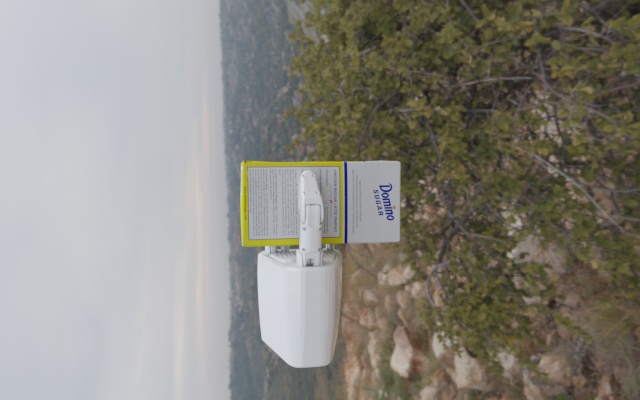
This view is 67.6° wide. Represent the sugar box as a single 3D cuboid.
[{"bbox_3d":[0.000,0.002,0.536,0.176,0.093,0.048,0,3,-12],"label":"sugar box"}]
